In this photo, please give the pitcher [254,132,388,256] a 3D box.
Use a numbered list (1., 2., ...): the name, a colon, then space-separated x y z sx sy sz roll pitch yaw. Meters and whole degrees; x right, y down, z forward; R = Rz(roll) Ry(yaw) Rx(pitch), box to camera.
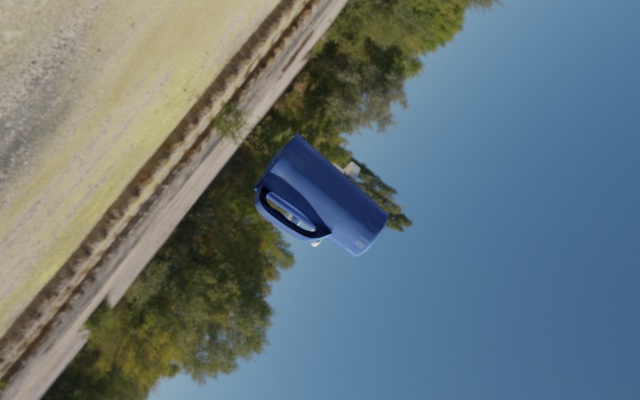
1. pitcher: 0.000 0.003 0.897 0.243 0.149 0.145 38 8 -9
